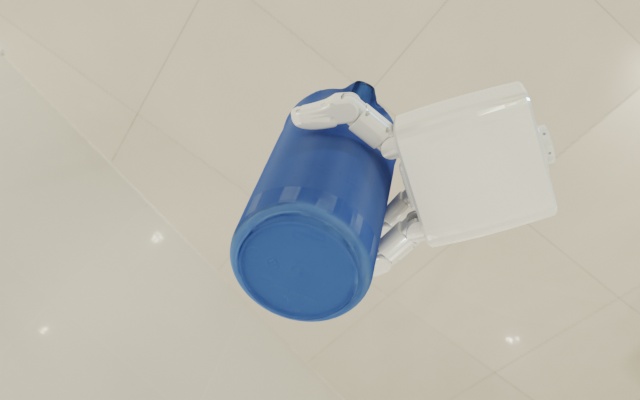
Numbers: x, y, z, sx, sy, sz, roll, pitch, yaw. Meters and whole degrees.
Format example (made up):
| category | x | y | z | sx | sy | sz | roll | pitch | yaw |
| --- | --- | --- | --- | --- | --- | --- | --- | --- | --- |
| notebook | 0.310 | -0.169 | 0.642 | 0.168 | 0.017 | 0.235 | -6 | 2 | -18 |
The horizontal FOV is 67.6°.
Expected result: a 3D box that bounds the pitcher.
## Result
| category | x | y | z | sx | sy | sz | roll | pitch | yaw |
| --- | --- | --- | --- | --- | --- | --- | --- | --- | --- |
| pitcher | 0.000 | 0.001 | 0.451 | 0.145 | 0.149 | 0.242 | -17 | 25 | 19 |
